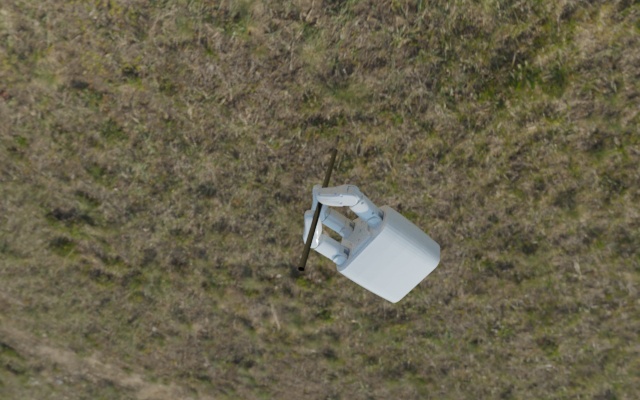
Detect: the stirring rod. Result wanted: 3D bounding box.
[{"bbox_3d":[0.000,0.002,0.654,0.011,0.011,0.239,0,41,15],"label":"stirring rod"}]
